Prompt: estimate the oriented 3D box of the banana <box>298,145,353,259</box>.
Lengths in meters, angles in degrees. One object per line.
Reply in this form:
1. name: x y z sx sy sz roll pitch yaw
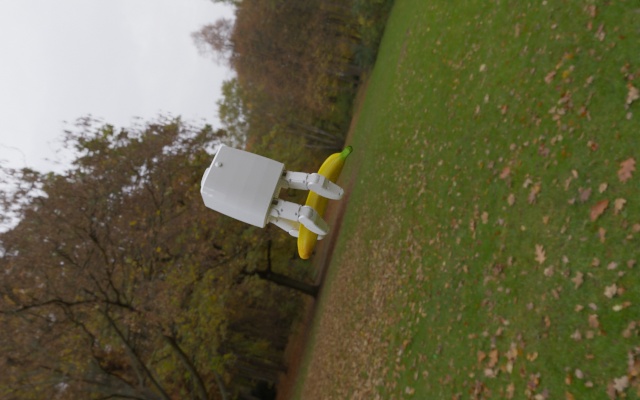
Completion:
1. banana: -0.002 0.001 0.789 0.037 0.197 0.069 22 -9 -8
